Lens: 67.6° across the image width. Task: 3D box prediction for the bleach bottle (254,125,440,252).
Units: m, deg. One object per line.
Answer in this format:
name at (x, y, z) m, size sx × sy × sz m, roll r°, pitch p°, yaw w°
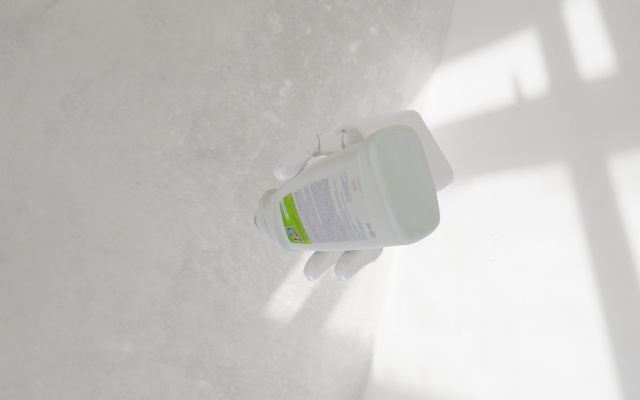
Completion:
bleach bottle at (0.000, 0.002, 0.491) m, size 0.068 × 0.102 × 0.251 m, roll -21°, pitch 6°, yaw -36°
